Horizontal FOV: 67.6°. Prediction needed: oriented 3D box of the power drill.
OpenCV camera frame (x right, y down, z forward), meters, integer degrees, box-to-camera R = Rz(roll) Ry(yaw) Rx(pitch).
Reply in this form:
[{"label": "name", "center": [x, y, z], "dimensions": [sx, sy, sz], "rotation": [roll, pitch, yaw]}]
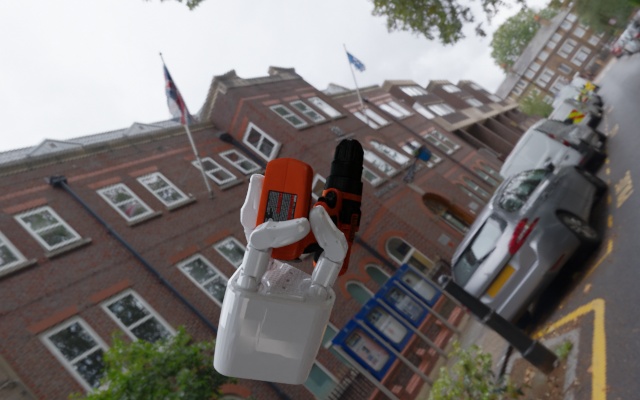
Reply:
[{"label": "power drill", "center": [0.000, 0.002, 0.570], "dimensions": [0.057, 0.184, 0.188], "rotation": [7, -3, 26]}]
